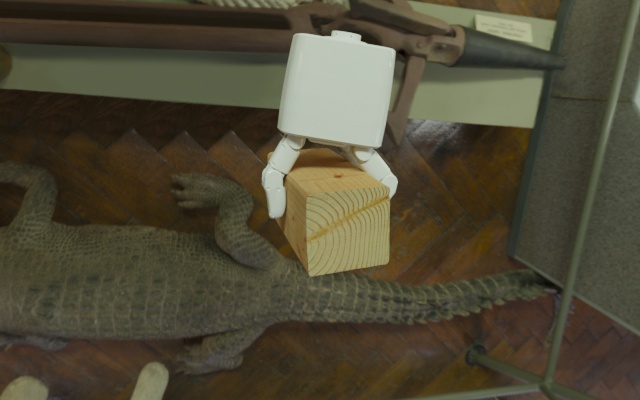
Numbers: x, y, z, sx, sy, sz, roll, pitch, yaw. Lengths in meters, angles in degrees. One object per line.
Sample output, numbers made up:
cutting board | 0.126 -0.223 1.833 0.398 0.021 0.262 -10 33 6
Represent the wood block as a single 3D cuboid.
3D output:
wood block | 0.000 0.002 0.577 0.091 0.090 0.206 -6 18 -15
